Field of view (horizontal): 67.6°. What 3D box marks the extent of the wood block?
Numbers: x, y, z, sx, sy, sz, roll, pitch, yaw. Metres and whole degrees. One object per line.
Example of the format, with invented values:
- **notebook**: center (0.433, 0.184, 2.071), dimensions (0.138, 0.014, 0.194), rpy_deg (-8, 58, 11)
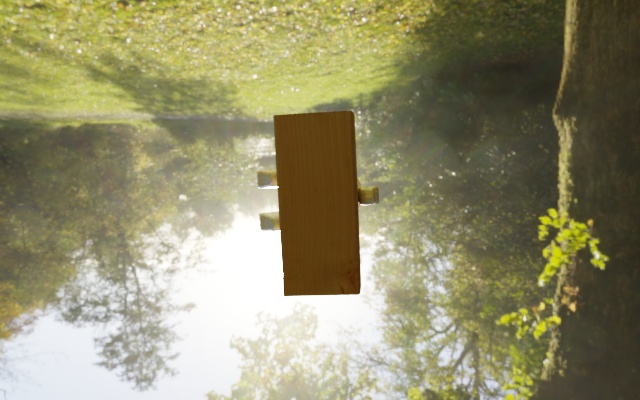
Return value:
- **wood block**: center (0.000, 0.002, 0.575), dimensions (0.091, 0.206, 0.090), rpy_deg (-3, 5, 6)
